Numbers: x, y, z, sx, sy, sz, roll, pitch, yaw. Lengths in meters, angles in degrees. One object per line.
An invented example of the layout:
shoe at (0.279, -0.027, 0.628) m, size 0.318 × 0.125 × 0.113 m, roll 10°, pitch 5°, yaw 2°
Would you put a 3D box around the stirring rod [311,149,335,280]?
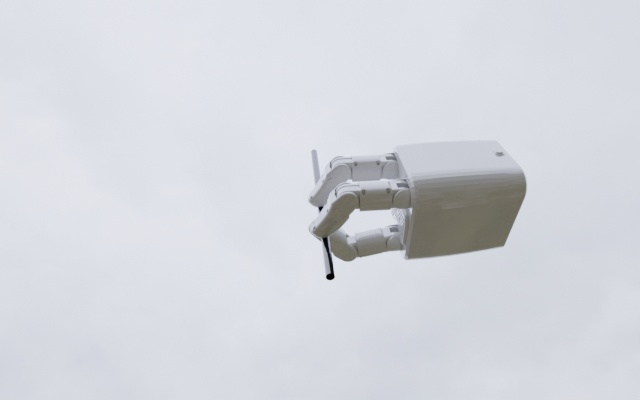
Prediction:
stirring rod at (0.000, 0.002, 0.508) m, size 0.011 × 0.011 × 0.239 m, roll 0°, pitch 32°, yaw -5°
